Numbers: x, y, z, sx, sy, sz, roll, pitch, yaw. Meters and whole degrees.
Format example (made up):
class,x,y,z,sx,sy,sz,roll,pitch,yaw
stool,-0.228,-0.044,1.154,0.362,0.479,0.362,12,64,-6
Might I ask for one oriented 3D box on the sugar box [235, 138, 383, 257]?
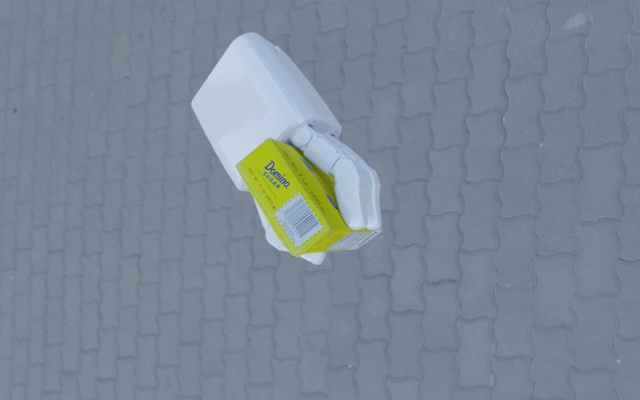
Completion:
class,x,y,z,sx,sy,sz,roll,pitch,yaw
sugar box,0.000,0.001,0.453,0.048,0.093,0.176,-38,-14,17
